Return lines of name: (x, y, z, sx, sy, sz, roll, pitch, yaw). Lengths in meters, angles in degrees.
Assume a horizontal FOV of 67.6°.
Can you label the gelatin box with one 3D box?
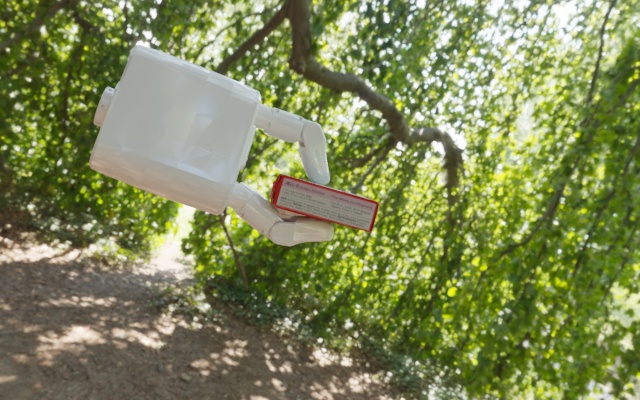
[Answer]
gelatin box: (0.001, 0.001, 0.426, 0.089, 0.030, 0.073, 15, 1, -7)
